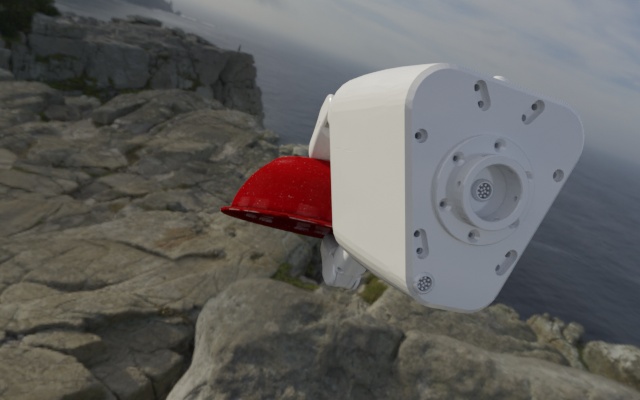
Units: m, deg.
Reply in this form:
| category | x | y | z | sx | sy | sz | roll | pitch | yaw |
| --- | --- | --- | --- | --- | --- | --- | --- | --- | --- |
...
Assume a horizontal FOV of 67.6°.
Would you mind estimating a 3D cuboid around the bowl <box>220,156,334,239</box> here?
| category | x | y | z | sx | sy | sz | roll | pitch | yaw |
| --- | --- | --- | --- | --- | --- | --- | --- | --- | --- |
| bowl | -0.001 | 0.001 | 0.411 | 0.162 | 0.055 | 0.162 | 11 | -8 | 2 |
